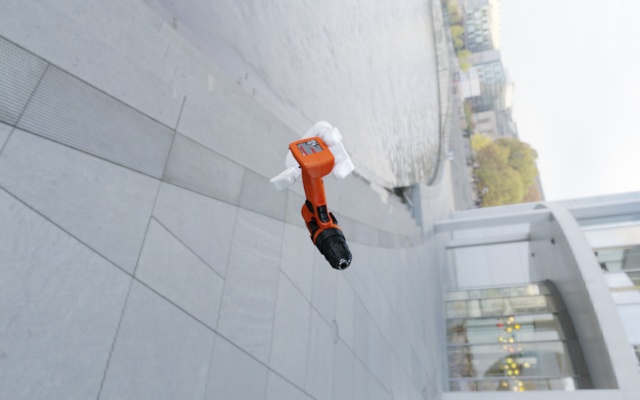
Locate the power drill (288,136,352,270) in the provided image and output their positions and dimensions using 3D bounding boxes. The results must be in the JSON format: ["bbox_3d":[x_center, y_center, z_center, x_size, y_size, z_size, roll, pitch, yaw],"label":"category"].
[{"bbox_3d":[0.000,0.002,0.795,0.057,0.188,0.184,-16,34,-13],"label":"power drill"}]
